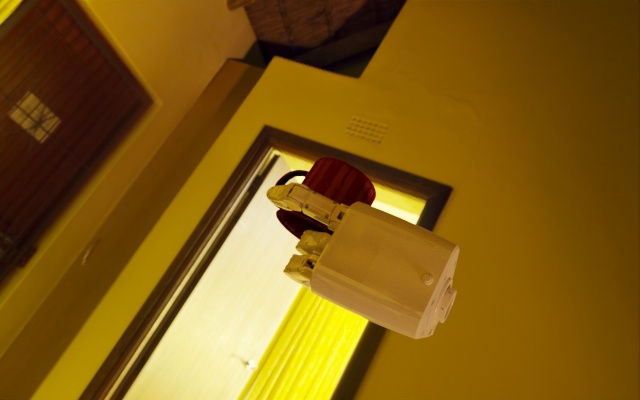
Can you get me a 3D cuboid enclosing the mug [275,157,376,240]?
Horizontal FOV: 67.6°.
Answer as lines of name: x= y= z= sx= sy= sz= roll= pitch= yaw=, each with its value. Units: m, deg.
mug: x=-0.001 y=0.001 z=0.540 sx=0.117 sy=0.081 sz=0.093 roll=23 pitch=-21 yaw=23
